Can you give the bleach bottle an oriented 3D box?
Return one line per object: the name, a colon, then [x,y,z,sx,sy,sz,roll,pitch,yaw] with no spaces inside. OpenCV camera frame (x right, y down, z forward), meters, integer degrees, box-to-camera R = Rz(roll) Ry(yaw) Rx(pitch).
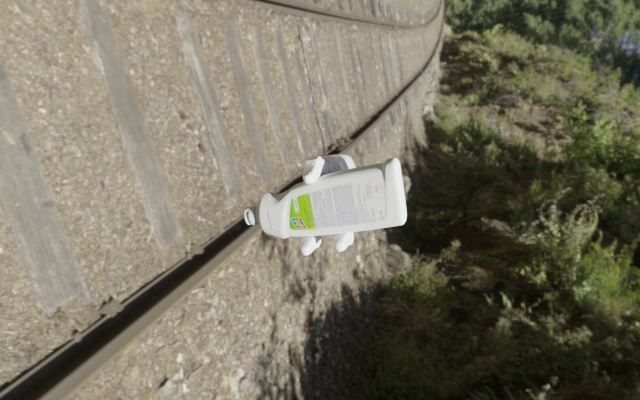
bleach bottle: [0.000,0.003,0.736,0.251,0.102,0.068,-7,6,17]
